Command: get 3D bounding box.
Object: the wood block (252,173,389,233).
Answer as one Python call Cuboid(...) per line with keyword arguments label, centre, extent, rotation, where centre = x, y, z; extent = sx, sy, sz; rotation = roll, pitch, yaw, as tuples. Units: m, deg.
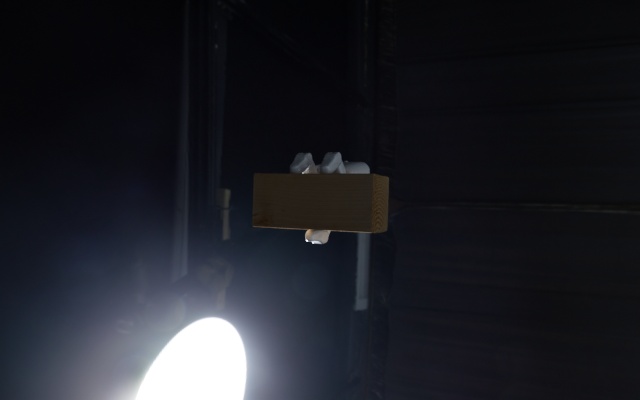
Cuboid(label="wood block", centre=(0.000, 0.003, 0.786), extent=(0.206, 0.091, 0.090), rotation=(1, -1, 23))
